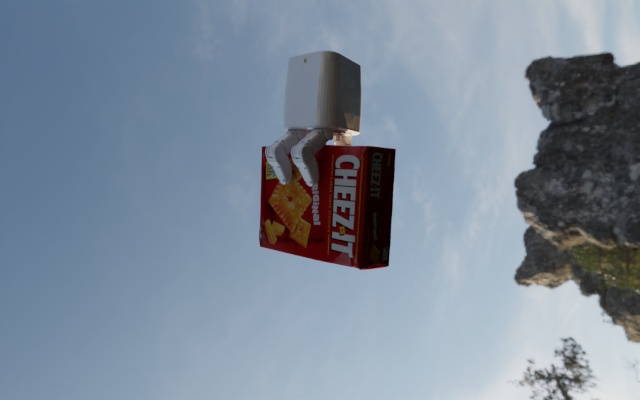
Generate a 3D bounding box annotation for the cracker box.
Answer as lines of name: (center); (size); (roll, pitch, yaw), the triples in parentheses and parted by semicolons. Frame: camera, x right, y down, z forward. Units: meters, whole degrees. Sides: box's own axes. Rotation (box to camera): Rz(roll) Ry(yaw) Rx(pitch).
cracker box: (0.000, 0.002, 0.701); (0.213, 0.164, 0.072); (6, 5, 44)
